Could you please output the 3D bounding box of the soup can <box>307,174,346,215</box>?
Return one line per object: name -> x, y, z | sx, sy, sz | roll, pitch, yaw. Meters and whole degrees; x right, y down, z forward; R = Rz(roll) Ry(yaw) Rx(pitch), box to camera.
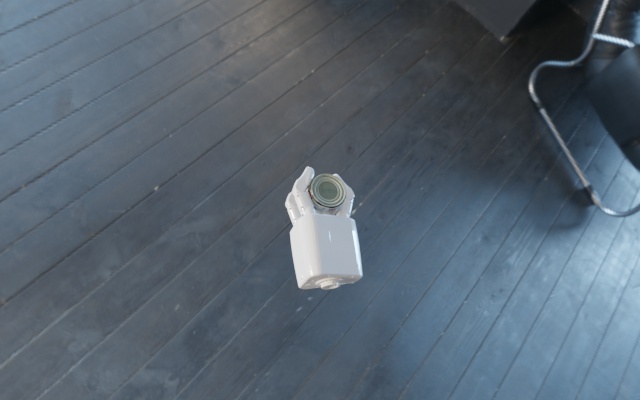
soup can -> 0.000, 0.002, 0.875 | 0.068, 0.068, 0.102 | 0, -24, -18
